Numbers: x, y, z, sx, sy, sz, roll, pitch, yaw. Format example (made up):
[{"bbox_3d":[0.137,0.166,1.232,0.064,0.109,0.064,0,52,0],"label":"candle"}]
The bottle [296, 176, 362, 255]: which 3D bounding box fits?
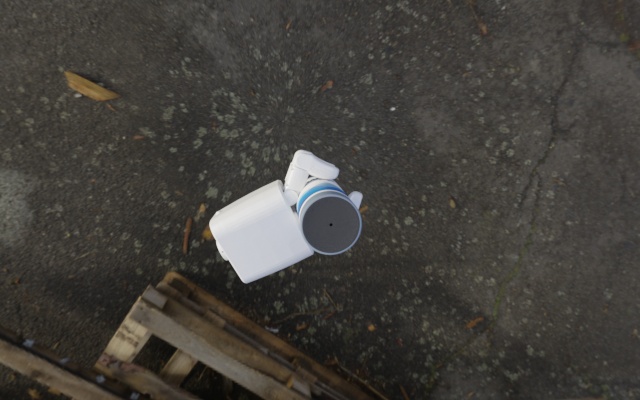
[{"bbox_3d":[0.000,0.002,0.652,0.069,0.069,0.295,0,9,-4],"label":"bottle"}]
